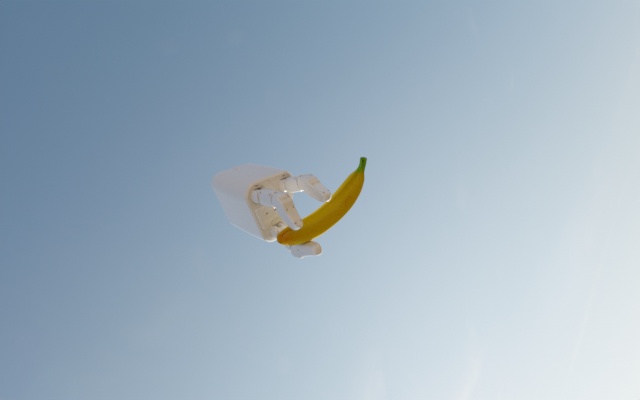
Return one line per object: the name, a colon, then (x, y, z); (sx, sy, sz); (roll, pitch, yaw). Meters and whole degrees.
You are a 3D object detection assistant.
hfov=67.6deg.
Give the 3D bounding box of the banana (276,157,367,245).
banana: (0.008, 0.013, 0.749); (0.037, 0.070, 0.197); (23, 59, 42)
